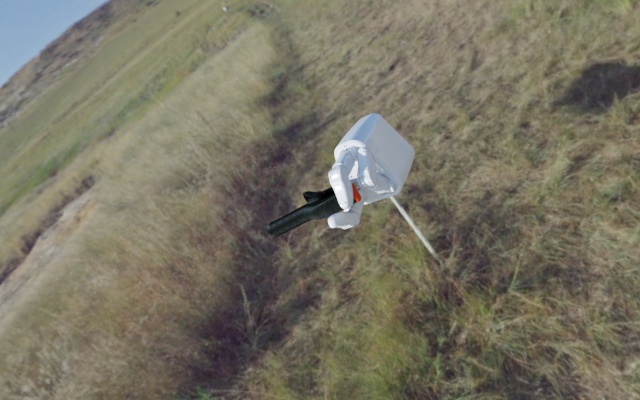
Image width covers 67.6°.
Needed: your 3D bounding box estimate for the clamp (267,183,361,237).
[{"bbox_3d":[0.000,0.002,0.765,0.171,0.039,0.120,-19,24,36],"label":"clamp"}]
